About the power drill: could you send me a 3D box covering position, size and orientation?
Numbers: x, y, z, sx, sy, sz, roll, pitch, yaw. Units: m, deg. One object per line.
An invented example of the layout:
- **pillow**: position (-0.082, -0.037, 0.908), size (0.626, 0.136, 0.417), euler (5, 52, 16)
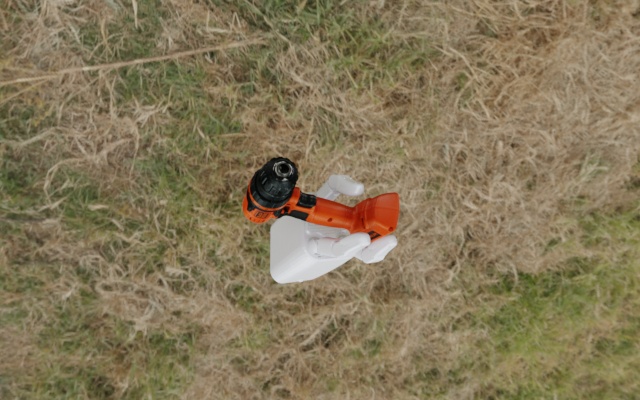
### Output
- **power drill**: position (0.000, 0.002, 0.604), size (0.187, 0.057, 0.184), euler (13, -16, -13)
